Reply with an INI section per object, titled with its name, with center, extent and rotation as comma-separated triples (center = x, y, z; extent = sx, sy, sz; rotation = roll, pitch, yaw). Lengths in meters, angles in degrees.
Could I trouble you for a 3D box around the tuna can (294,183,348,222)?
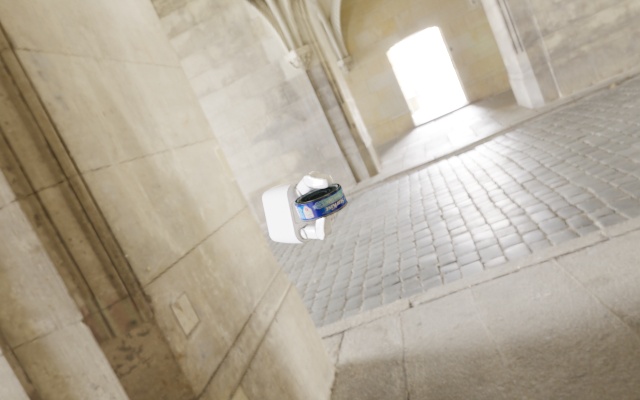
[tuna can]
center = 0.000, 0.002, 0.803
extent = 0.086, 0.034, 0.086
rotation = -20, 13, 5
